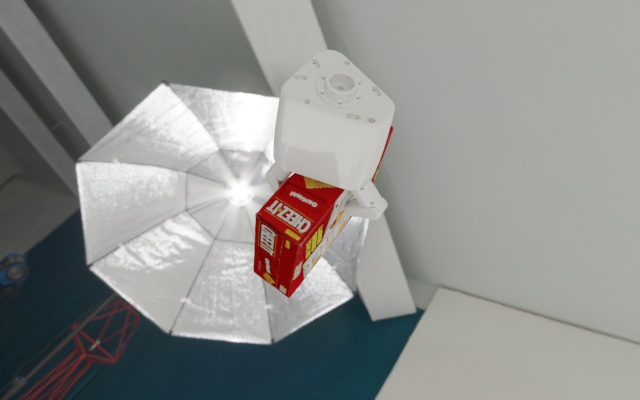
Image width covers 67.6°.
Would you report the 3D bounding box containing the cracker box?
[{"bbox_3d":[0.000,0.002,0.630,0.072,0.213,0.164,33,-31,12],"label":"cracker box"}]
